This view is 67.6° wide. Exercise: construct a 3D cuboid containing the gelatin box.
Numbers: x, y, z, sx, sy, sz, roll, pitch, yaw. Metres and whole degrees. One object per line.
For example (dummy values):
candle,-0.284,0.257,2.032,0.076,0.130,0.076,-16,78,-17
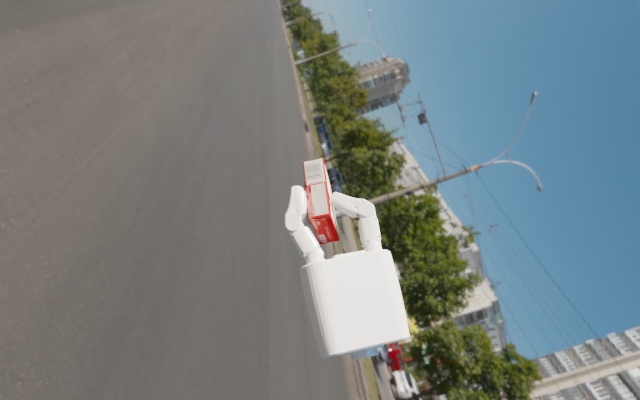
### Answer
gelatin box,0.001,0.002,0.623,0.030,0.089,0.073,-10,-31,5
